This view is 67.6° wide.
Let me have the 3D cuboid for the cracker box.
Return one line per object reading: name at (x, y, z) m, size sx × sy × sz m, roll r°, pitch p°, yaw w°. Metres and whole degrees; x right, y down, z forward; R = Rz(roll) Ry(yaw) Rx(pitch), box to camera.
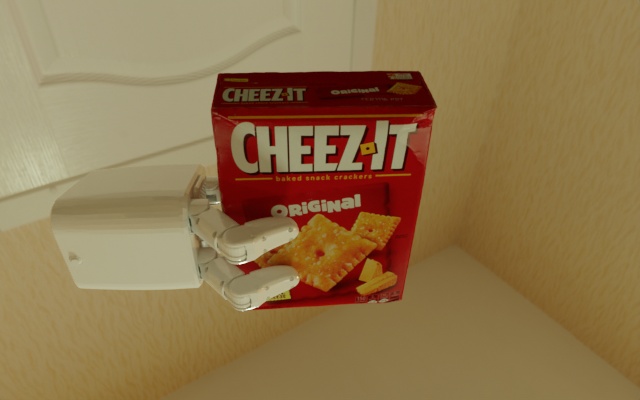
cracker box at (0.000, 0.001, 0.418) m, size 0.164 × 0.214 × 0.072 m, roll -2°, pitch 38°, yaw -4°
